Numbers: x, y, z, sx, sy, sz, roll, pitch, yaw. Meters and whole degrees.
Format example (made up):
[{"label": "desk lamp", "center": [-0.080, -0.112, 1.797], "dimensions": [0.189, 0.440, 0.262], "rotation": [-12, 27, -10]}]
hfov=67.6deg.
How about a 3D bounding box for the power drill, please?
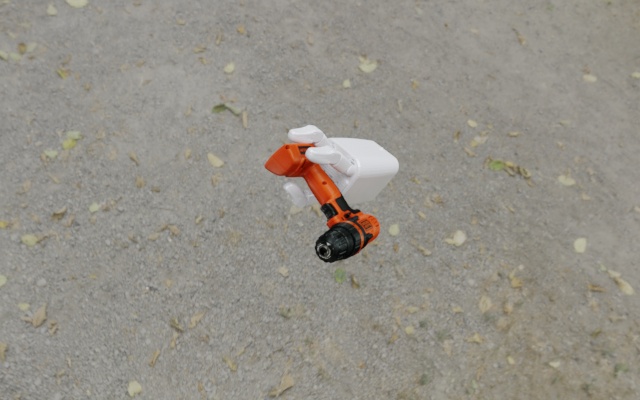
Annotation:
[{"label": "power drill", "center": [0.000, 0.002, 0.708], "dimensions": [0.057, 0.187, 0.184], "rotation": [-40, -10, 22]}]
